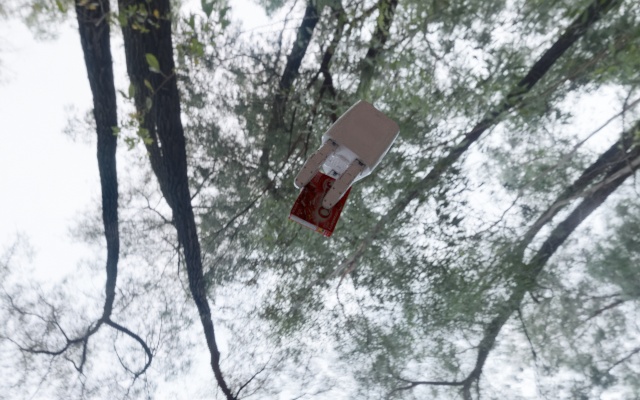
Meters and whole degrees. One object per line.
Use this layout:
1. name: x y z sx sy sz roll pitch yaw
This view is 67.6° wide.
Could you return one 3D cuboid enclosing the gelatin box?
1. gelatin box: 0.000 0.003 0.754 0.073 0.089 0.030 26 -24 -1
